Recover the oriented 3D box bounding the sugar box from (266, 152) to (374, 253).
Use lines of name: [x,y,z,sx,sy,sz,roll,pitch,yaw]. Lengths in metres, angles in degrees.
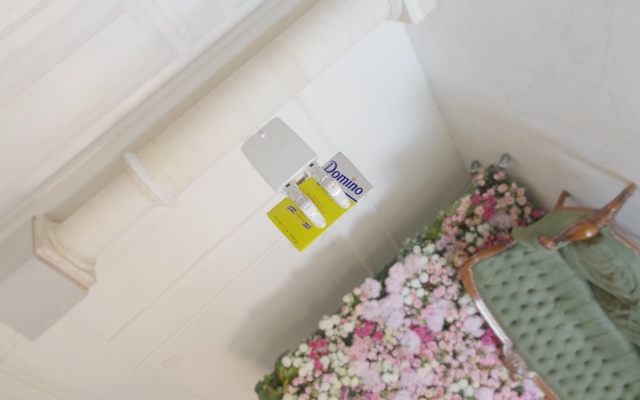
sugar box: [0.000,0.003,0.855,0.176,0.093,0.048,-42,-6,-6]
